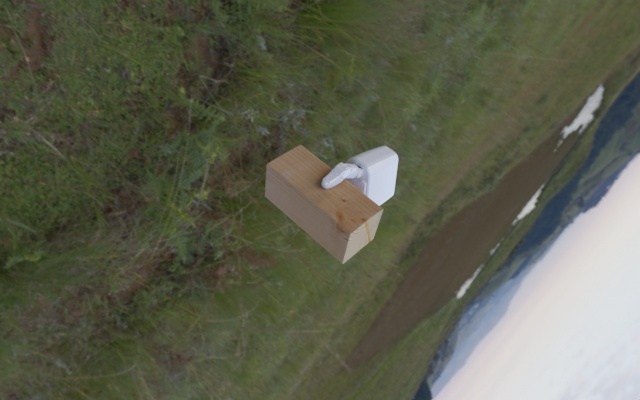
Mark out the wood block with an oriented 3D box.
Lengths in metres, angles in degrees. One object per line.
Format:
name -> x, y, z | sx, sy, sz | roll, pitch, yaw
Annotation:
wood block -> 0.001, 0.003, 0.867 | 0.206, 0.091, 0.090 | 39, 53, 24
